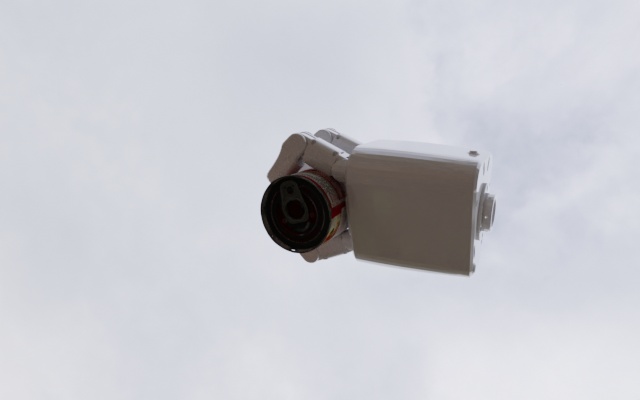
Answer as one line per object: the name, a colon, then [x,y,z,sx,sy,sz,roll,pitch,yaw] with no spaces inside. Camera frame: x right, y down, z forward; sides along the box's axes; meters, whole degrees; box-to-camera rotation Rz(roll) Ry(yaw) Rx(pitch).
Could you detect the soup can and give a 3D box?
soup can: [0.000,0.001,0.446,0.068,0.068,0.102,0,12,27]
